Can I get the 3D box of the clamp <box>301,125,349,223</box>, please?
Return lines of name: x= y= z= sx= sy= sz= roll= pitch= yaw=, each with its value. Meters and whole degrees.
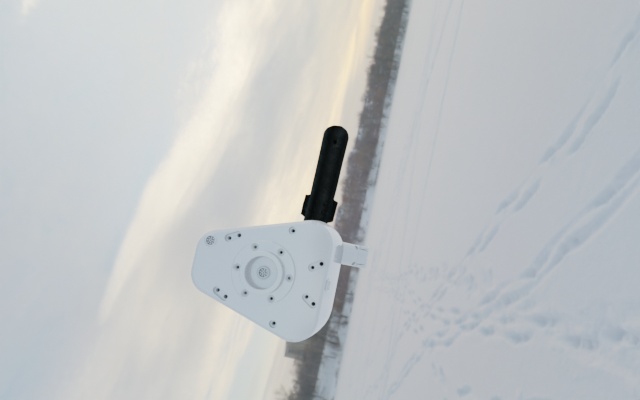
clamp: x=-0.001 y=0.002 z=0.501 sx=0.039 sy=0.171 sz=0.120 roll=11 pitch=-6 yaw=7
